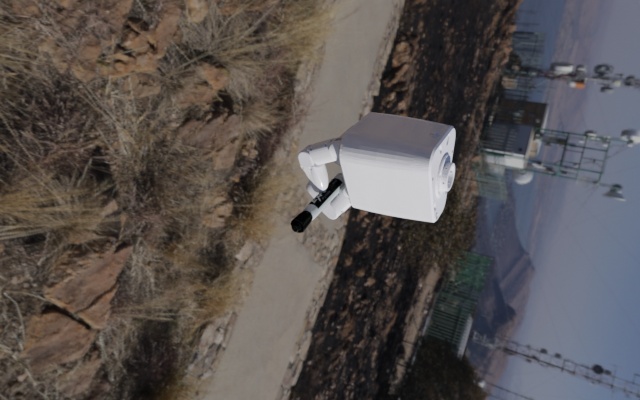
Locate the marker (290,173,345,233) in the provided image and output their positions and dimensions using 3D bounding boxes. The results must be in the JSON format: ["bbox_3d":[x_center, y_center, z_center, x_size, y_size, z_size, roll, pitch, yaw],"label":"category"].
[{"bbox_3d":[0.000,0.002,0.585,0.020,0.020,0.121,0,30,34],"label":"marker"}]
